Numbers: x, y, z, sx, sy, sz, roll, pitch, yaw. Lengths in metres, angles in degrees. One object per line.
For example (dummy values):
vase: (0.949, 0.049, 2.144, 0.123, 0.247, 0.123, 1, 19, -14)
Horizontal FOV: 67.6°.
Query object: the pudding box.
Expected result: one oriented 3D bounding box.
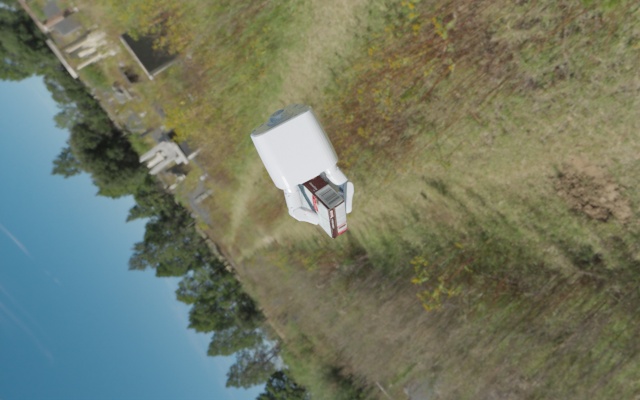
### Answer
pudding box: (0.000, 0.003, 0.870, 0.039, 0.090, 0.113, -31, 53, -17)
